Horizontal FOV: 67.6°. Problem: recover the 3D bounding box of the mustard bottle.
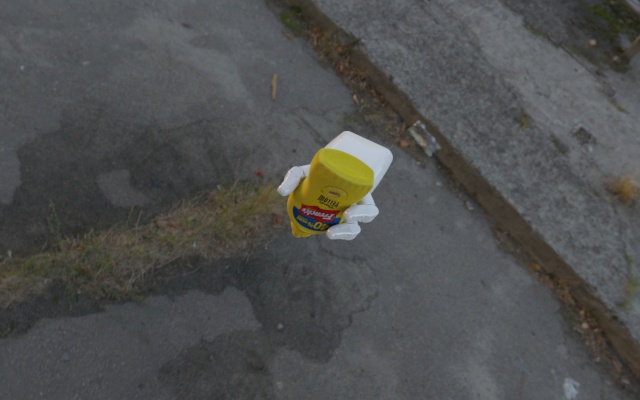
[{"bbox_3d":[0.000,0.003,0.768,0.096,0.058,0.192,22,-43,-16],"label":"mustard bottle"}]
